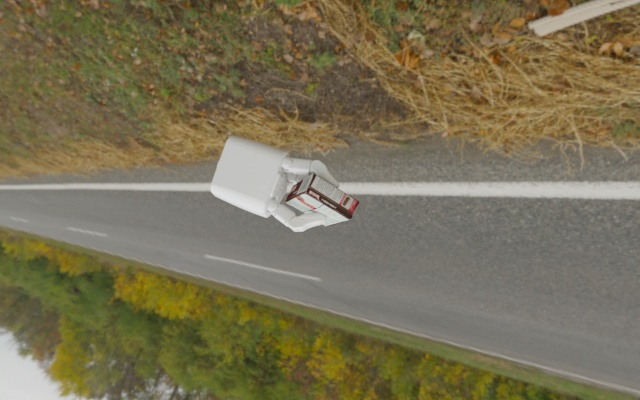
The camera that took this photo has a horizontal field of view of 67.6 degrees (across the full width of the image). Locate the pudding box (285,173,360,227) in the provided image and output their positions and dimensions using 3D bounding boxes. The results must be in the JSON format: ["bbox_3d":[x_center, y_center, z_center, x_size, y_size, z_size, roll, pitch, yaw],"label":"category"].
[{"bbox_3d":[0.000,0.003,0.793,0.090,0.039,0.113,31,-16,-14],"label":"pudding box"}]
